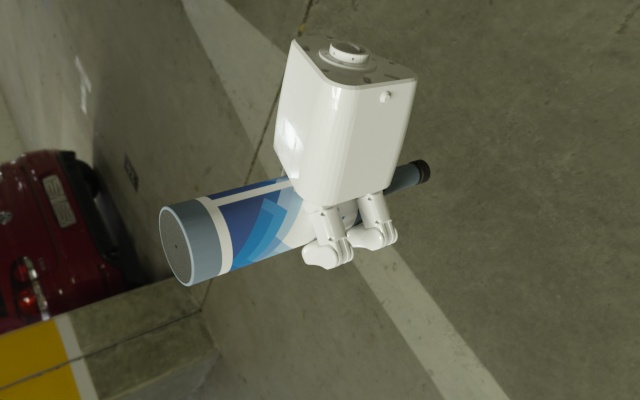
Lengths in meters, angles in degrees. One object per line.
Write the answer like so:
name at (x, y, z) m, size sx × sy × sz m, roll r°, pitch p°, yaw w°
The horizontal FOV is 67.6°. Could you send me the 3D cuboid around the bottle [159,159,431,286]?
bottle at (0.000, 0.002, 0.463) m, size 0.295 × 0.069 × 0.069 m, roll -17°, pitch 10°, yaw -35°
